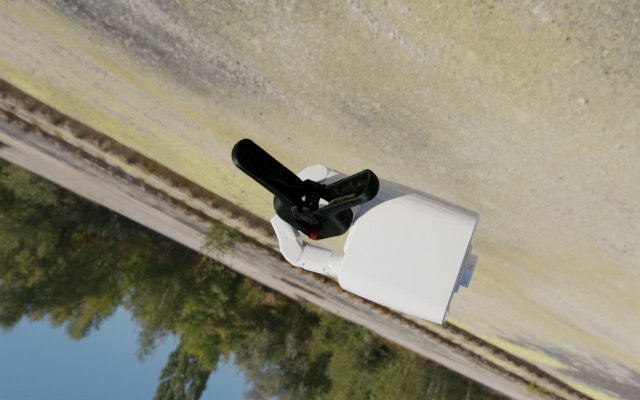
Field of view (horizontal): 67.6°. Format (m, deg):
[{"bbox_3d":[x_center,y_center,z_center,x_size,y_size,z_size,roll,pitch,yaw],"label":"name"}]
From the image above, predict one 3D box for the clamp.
[{"bbox_3d":[0.000,0.002,0.435,0.120,0.039,0.171,18,-16,19],"label":"clamp"}]
